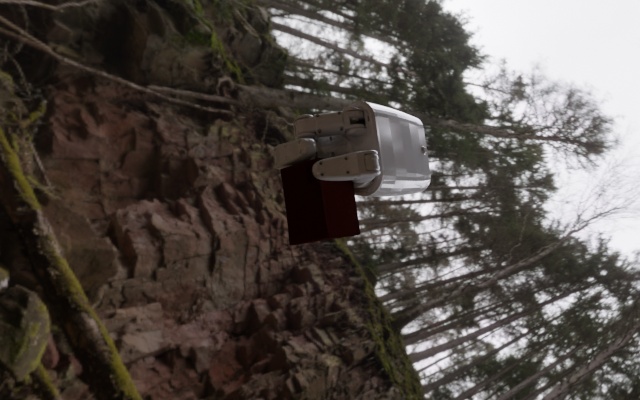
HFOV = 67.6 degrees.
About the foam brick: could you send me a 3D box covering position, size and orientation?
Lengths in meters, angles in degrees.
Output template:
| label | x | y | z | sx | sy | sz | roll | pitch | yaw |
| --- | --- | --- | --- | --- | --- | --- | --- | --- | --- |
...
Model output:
| label | x | y | z | sx | sy | sz | roll | pitch | yaw |
| --- | --- | --- | --- | --- | --- | --- | --- | --- | --- |
| foam brick | 0.000 | 0.002 | 0.471 | 0.053 | 0.078 | 0.051 | -12 | -8 | 41 |
